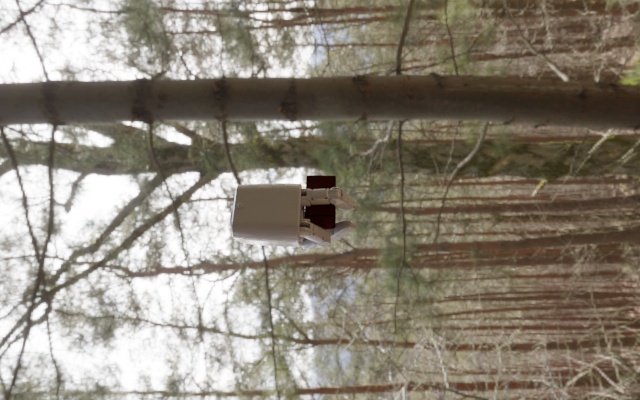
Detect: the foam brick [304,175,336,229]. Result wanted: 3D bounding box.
[{"bbox_3d":[0.000,0.002,0.803,0.051,0.078,0.053,1,-28,1],"label":"foam brick"}]
